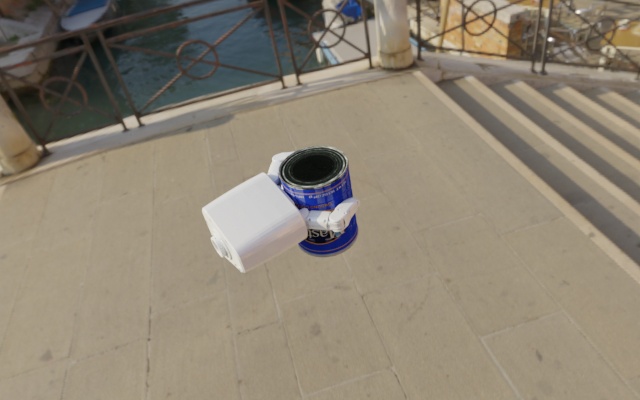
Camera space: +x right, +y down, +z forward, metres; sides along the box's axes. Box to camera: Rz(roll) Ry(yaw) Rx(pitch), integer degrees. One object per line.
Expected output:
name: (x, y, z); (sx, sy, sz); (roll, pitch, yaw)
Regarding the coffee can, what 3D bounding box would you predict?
coffee can: (0.000, 0.002, 0.729); (0.103, 0.140, 0.102); (-7, 40, 6)
